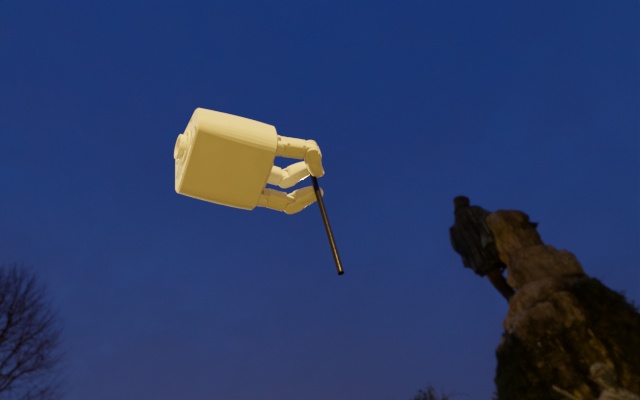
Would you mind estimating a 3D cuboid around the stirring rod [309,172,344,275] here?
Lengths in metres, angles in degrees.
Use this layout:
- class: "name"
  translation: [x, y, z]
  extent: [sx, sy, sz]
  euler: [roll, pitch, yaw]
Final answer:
- class: "stirring rod"
  translation: [0.000, 0.002, 0.649]
  extent: [0.011, 0.239, 0.011]
  euler: [-8, -44, -8]
